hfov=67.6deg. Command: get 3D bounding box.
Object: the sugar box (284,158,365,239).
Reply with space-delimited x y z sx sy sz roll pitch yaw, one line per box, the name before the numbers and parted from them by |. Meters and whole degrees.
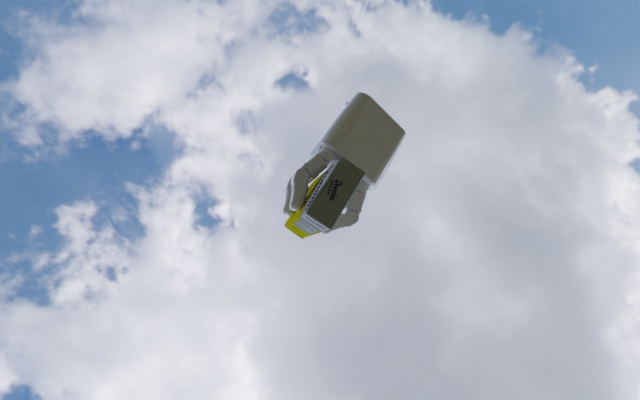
sugar box | 0.000 0.002 0.694 0.048 0.093 0.176 33 -15 -4
